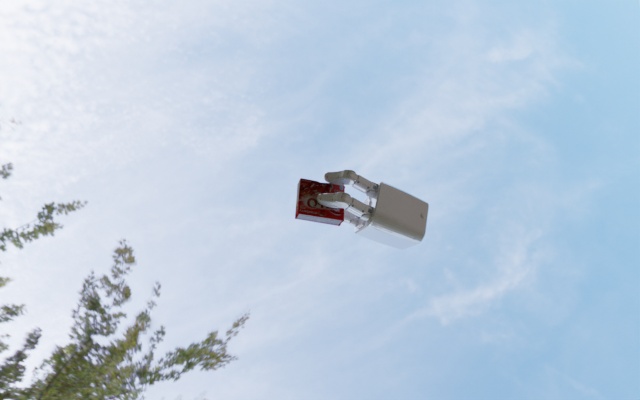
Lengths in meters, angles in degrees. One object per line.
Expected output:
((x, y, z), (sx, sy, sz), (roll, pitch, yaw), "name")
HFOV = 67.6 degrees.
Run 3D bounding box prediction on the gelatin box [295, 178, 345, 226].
((0.000, 0.003, 0.879), (0.089, 0.073, 0.030), (10, -27, -13), "gelatin box")
